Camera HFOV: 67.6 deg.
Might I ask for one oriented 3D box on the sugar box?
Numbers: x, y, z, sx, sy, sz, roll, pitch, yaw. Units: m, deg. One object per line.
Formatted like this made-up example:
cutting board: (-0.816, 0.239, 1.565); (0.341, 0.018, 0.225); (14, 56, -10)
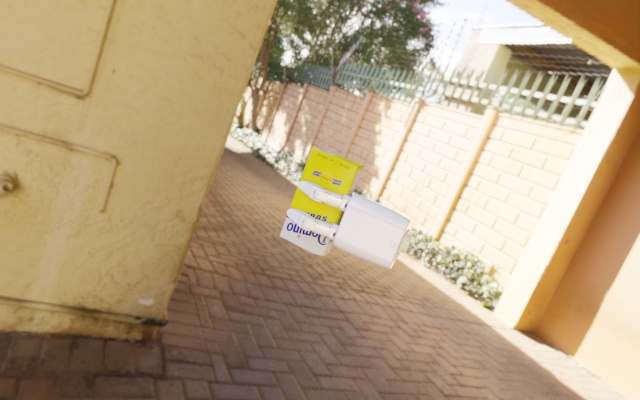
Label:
sugar box: (0.000, 0.003, 0.853); (0.093, 0.176, 0.048); (24, 11, 16)
